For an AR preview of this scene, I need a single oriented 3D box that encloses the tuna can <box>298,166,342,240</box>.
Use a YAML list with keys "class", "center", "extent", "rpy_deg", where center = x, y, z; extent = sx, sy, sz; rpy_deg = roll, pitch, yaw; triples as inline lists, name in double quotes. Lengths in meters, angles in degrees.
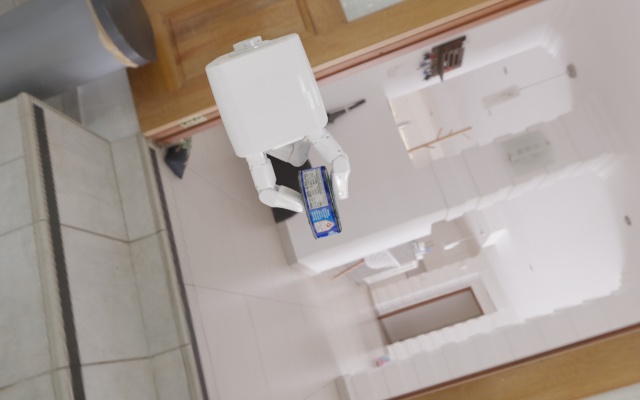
- class: "tuna can"
  center: [0.001, 0.002, 0.577]
  extent: [0.034, 0.086, 0.086]
  rpy_deg: [-14, -1, 4]
